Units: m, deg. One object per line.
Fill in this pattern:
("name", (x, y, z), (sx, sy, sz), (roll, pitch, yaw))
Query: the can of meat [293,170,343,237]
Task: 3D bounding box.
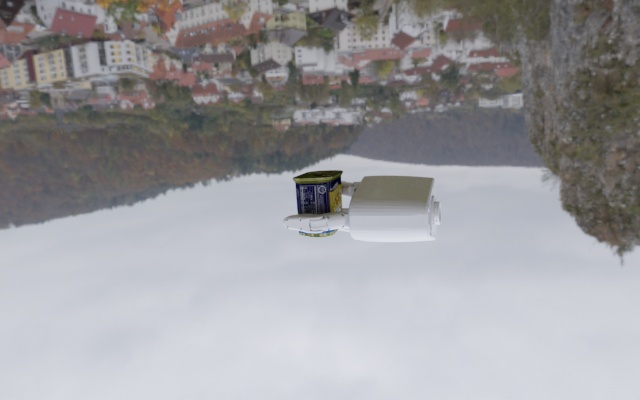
("can of meat", (0.000, 0.003, 0.700), (0.057, 0.084, 0.102), (-1, 9, 15))
